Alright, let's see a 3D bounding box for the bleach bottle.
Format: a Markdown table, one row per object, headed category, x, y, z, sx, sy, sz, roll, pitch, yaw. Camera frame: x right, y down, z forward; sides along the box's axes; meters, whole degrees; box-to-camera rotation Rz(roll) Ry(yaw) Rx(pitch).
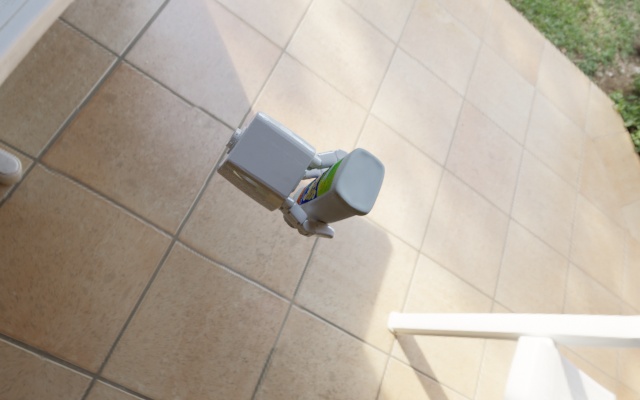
| category | x | y | z | sx | sy | sz | roll | pitch | yaw |
| --- | --- | --- | --- | --- | --- | --- | --- | --- | --- |
| bleach bottle | 0.000 | 0.002 | 0.776 | 0.068 | 0.102 | 0.251 | 35 | -30 | -16 |
